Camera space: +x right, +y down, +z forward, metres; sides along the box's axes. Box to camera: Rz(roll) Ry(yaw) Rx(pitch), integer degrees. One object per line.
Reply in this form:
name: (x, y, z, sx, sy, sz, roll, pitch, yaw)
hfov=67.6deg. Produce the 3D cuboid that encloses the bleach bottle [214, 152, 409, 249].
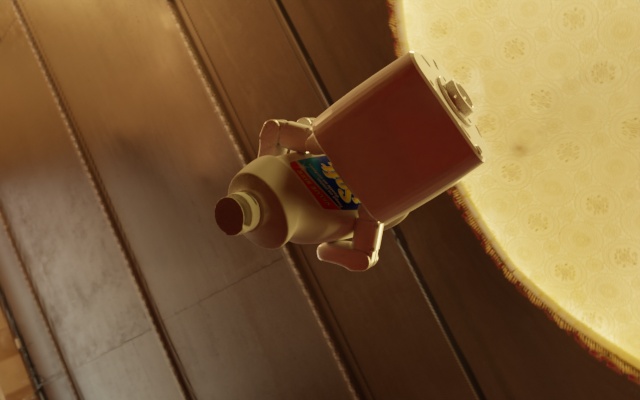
bleach bottle: (0.000, 0.001, 0.453, 0.068, 0.102, 0.251, -33, -9, 30)
